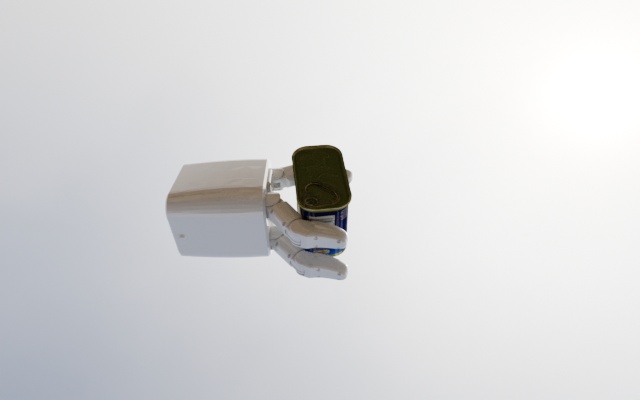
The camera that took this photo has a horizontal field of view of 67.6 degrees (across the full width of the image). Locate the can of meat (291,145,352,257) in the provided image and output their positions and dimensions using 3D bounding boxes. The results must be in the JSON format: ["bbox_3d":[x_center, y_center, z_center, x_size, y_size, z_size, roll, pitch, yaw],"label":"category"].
[{"bbox_3d":[0.000,0.002,0.538,0.057,0.102,0.084,-5,-45,-5],"label":"can of meat"}]
